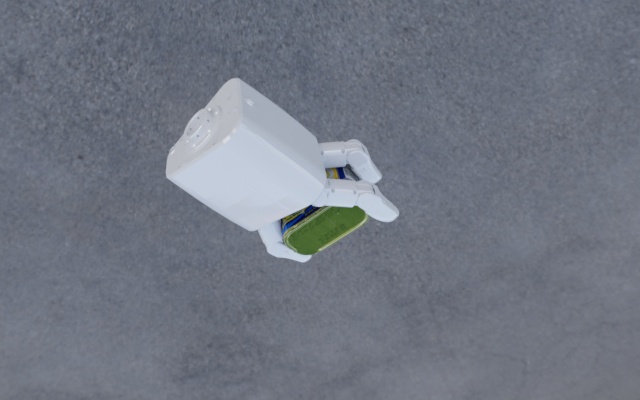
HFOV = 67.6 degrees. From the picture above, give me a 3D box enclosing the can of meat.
[{"bbox_3d":[0.000,0.002,0.532,0.102,0.083,0.057,-35,-50,19],"label":"can of meat"}]
